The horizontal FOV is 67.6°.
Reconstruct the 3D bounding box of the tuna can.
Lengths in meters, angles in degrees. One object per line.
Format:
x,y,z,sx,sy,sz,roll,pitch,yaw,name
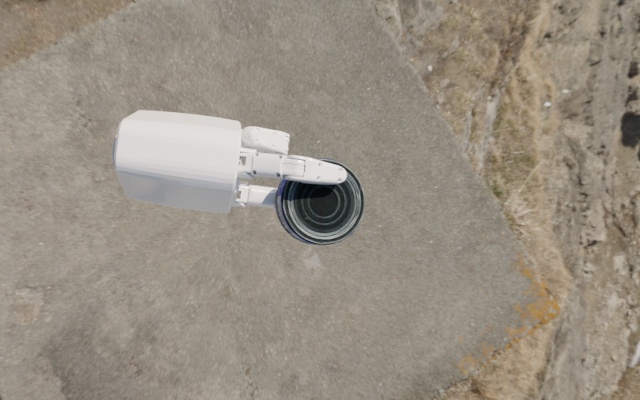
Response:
0.000,0.002,0.474,0.086,0.086,0.034,0,-3,-15,tuna can
